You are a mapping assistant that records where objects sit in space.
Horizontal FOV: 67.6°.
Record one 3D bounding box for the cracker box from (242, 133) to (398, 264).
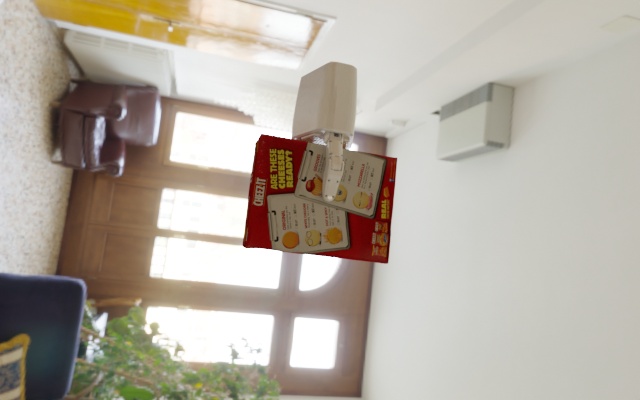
[{"bbox_3d":[0.000,0.002,0.716,0.214,0.164,0.072,8,-8,-15],"label":"cracker box"}]
